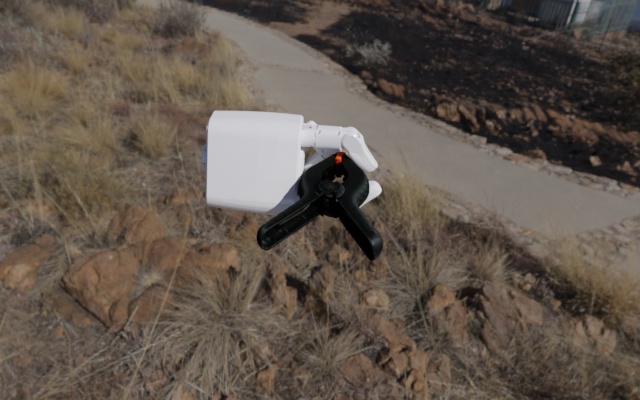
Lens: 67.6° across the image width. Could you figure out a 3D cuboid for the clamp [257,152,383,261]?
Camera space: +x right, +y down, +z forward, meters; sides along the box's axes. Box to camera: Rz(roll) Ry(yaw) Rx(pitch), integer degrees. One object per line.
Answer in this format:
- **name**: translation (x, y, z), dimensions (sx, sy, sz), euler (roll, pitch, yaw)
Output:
- **clamp**: translation (0.000, 0.001, 0.507), dimensions (0.120, 0.039, 0.171), euler (4, 33, -1)
